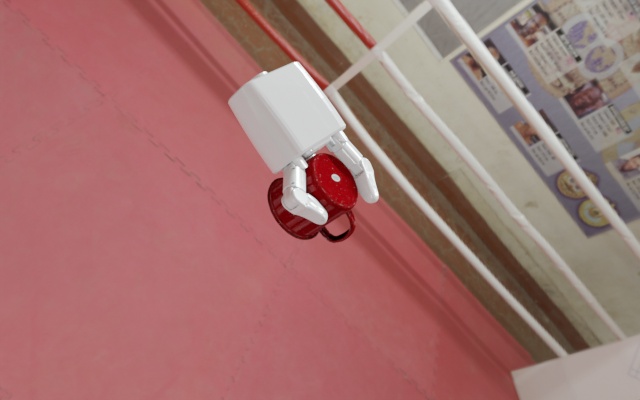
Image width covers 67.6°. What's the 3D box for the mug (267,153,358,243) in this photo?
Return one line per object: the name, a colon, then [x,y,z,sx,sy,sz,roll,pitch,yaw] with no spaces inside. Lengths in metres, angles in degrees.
mug: [0.001,0.003,0.612,0.081,0.117,0.093,-34,3,35]
